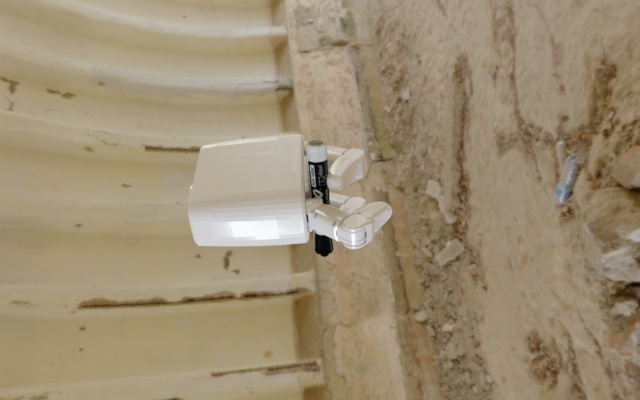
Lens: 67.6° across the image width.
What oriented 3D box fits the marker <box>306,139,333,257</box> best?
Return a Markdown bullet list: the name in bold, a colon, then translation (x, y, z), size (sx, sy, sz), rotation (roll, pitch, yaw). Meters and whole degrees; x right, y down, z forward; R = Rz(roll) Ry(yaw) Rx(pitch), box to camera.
- **marker**: translation (0.000, 0.001, 0.450), size (0.020, 0.121, 0.020), rotation (-3, 29, 2)
